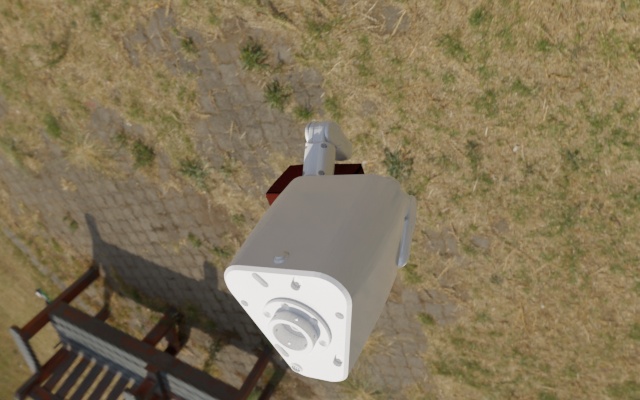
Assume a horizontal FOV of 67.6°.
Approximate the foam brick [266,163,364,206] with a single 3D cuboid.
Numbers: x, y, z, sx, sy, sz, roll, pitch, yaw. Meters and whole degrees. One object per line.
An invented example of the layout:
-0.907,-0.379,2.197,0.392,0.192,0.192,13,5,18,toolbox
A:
0.000,0.001,0.431,0.078,0.053,0.051,0,35,29,foam brick
